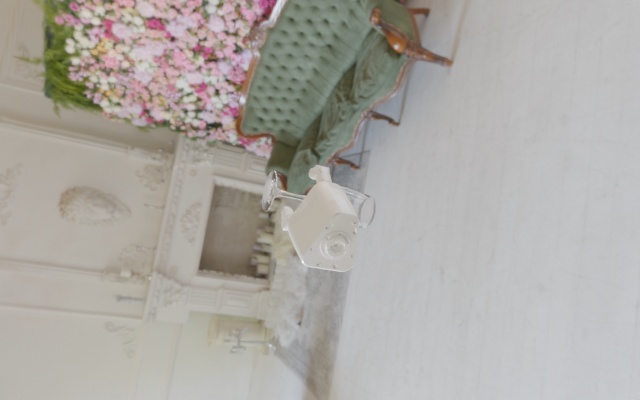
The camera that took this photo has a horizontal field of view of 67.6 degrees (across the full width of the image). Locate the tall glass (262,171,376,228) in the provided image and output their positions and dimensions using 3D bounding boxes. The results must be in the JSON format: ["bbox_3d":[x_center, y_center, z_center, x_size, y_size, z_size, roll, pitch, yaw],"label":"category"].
[{"bbox_3d":[-0.001,0.003,0.877,0.201,0.079,0.079,12,-4,-21],"label":"tall glass"}]
